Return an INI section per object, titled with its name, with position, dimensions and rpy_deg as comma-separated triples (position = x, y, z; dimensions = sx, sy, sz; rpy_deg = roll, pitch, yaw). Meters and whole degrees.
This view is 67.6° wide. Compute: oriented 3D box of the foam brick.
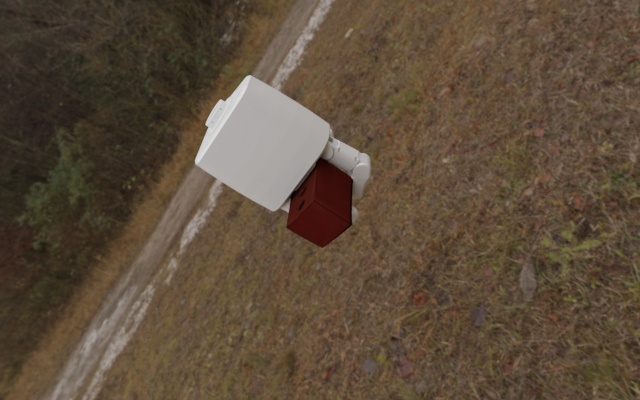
[foam brick]
position = 0.000, 0.002, 0.527
dimensions = 0.051, 0.078, 0.053
rpy_deg = 31, -53, -22
